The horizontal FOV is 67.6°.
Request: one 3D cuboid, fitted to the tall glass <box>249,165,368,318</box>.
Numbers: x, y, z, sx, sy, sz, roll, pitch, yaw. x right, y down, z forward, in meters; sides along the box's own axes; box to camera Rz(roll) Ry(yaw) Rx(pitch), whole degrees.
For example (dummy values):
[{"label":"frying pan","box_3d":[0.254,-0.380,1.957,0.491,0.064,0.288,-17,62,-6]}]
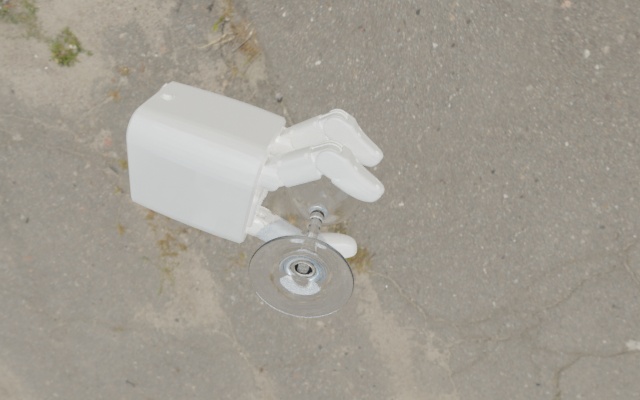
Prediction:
[{"label":"tall glass","box_3d":[0.000,0.002,0.412,0.079,0.079,0.201,0,32,10]}]
